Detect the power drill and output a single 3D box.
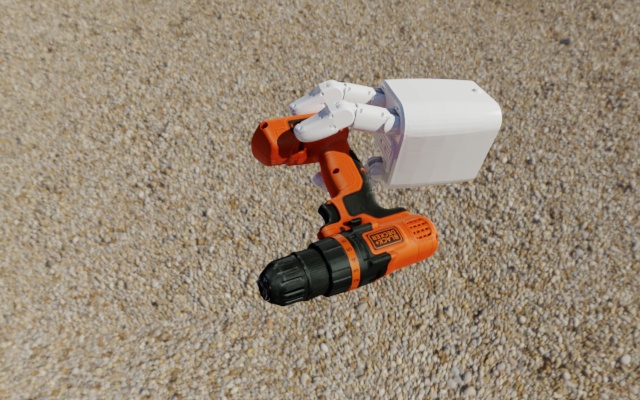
[{"bbox_3d":[0.000,0.001,0.466,0.184,0.187,0.057,-13,-29,-29],"label":"power drill"}]
